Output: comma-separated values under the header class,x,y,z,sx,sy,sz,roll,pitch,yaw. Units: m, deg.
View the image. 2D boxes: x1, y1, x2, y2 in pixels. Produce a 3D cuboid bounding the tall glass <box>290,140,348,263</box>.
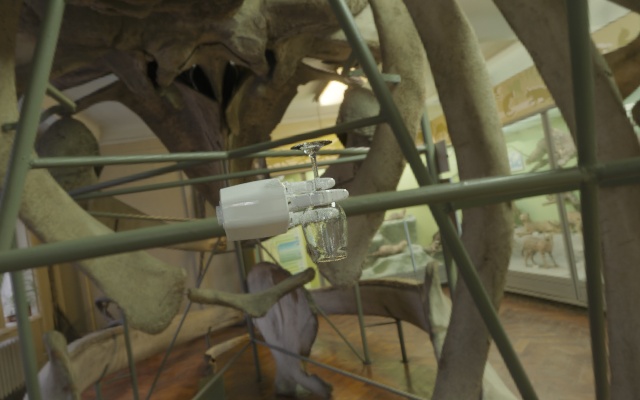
class,x,y,z,sx,sy,sz,roll,pitch,yaw
tall glass,0.000,0.002,0.819,0.079,0.201,0.079,-10,-1,0
